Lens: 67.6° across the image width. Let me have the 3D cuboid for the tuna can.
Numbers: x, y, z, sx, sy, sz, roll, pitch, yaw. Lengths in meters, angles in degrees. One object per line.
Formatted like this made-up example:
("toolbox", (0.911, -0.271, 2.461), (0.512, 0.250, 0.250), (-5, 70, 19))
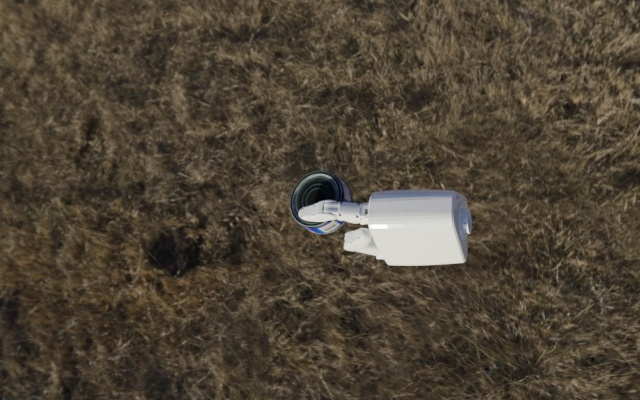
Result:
("tuna can", (0.000, 0.002, 0.671), (0.086, 0.086, 0.034), (0, -18, 30))
